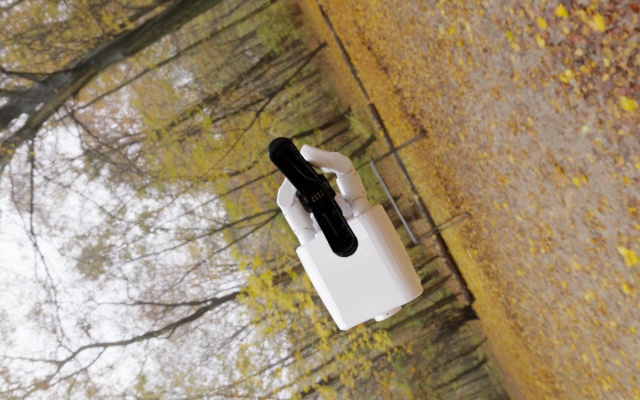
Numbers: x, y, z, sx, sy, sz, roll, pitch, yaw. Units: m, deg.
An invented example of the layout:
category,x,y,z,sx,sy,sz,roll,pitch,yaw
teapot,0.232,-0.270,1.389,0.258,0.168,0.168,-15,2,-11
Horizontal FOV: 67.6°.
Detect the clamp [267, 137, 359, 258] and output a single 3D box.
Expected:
category,x,y,z,sx,sy,sz,roll,pitch,yaw
clamp,-0.001,0.002,0.480,0.039,0.120,0.171,-28,-6,6
